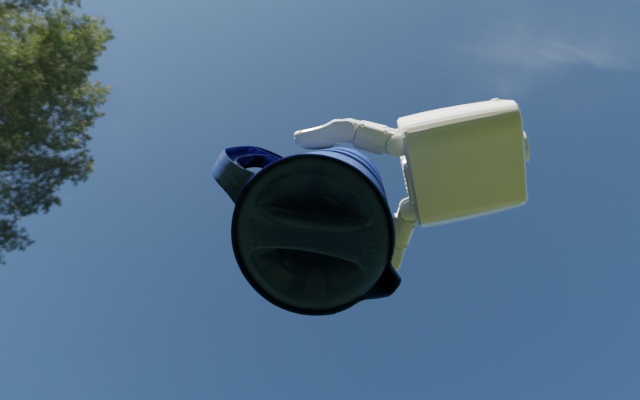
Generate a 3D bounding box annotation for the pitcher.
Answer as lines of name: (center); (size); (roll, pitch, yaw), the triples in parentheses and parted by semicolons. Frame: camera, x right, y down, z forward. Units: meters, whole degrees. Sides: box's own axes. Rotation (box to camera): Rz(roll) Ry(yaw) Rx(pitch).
pitcher: (0.000, 0.002, 0.489); (0.145, 0.149, 0.242); (-11, 9, 10)
